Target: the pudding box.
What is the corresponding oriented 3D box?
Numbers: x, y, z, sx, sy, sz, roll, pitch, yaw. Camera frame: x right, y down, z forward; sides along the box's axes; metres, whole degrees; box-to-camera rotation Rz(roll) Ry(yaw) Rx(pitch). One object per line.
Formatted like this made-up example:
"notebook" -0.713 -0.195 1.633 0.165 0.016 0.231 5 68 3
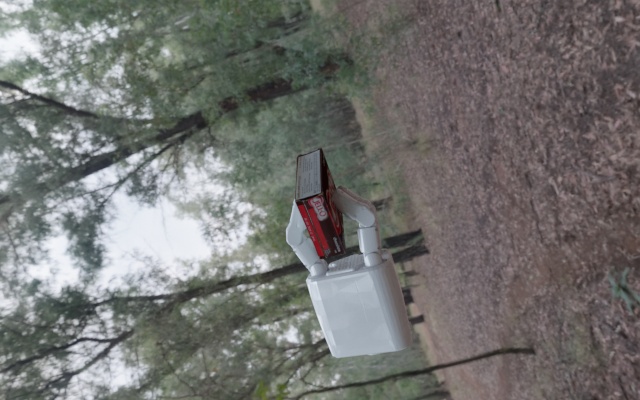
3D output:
"pudding box" 0.000 0.002 0.584 0.039 0.090 0.113 -16 32 7
